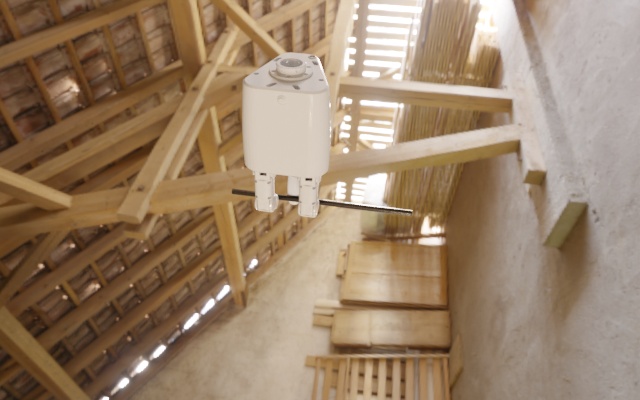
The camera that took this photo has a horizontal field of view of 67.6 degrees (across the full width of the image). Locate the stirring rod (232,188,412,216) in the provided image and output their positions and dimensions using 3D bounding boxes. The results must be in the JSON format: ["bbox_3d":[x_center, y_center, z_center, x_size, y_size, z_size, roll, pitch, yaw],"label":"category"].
[{"bbox_3d":[0.000,0.002,0.633,0.239,0.011,0.011,7,1,6],"label":"stirring rod"}]
